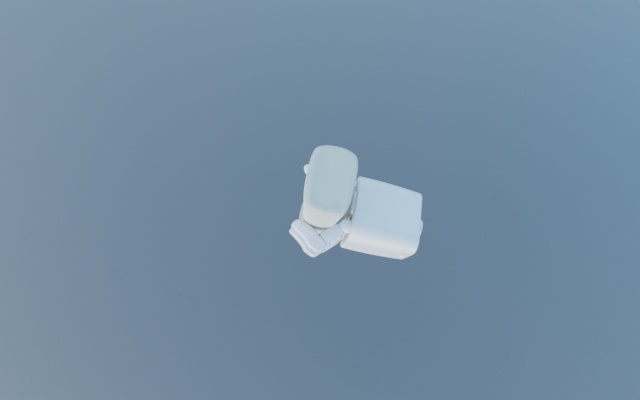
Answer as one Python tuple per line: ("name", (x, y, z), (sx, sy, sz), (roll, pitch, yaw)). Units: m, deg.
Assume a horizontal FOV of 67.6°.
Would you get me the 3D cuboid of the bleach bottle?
("bleach bottle", (0.000, 0.003, 0.763), (0.068, 0.102, 0.251), (13, -15, -4))
